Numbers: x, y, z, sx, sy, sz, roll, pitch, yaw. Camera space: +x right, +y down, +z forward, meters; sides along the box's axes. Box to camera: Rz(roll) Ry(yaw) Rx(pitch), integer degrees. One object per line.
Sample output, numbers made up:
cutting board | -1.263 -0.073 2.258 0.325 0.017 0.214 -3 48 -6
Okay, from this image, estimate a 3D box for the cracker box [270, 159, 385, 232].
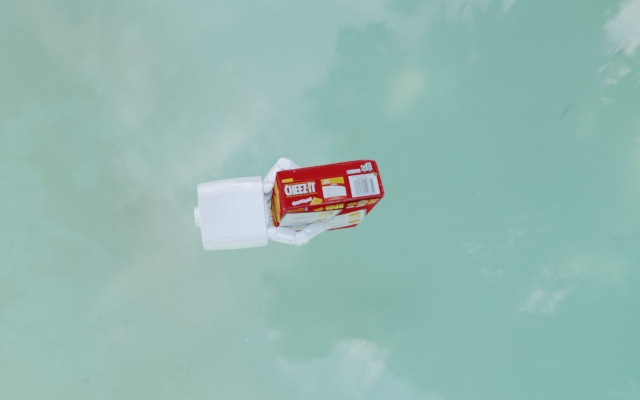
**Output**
cracker box | 0.000 0.003 0.829 0.164 0.072 0.214 -8 -15 -11
